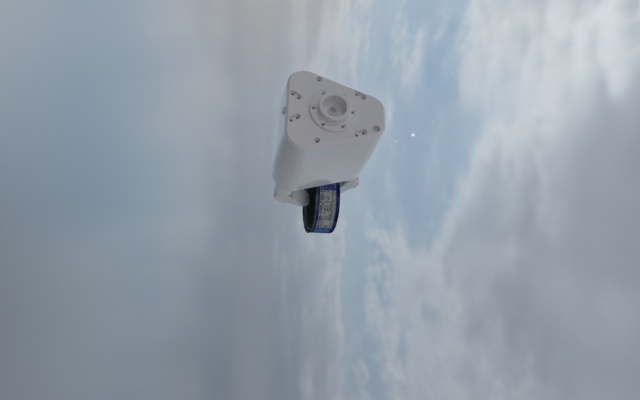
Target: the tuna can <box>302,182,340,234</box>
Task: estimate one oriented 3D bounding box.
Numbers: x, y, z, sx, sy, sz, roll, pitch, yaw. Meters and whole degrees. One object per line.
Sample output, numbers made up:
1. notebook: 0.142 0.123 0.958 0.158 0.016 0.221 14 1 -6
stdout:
1. tuna can: 0.001 0.002 0.647 0.034 0.086 0.086 3 -1 -13
